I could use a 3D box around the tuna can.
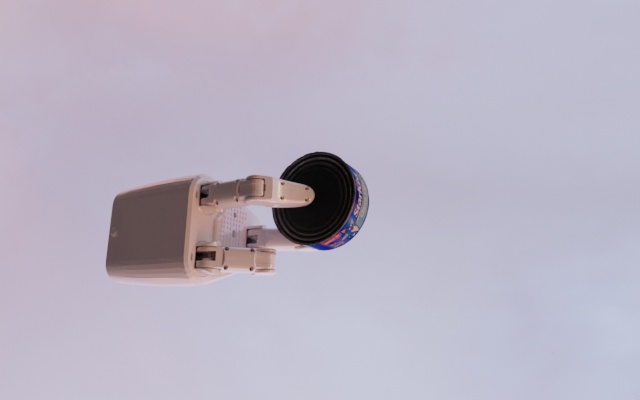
[{"bbox_3d":[0.000,0.002,0.432,0.086,0.086,0.034,0,-15,32],"label":"tuna can"}]
